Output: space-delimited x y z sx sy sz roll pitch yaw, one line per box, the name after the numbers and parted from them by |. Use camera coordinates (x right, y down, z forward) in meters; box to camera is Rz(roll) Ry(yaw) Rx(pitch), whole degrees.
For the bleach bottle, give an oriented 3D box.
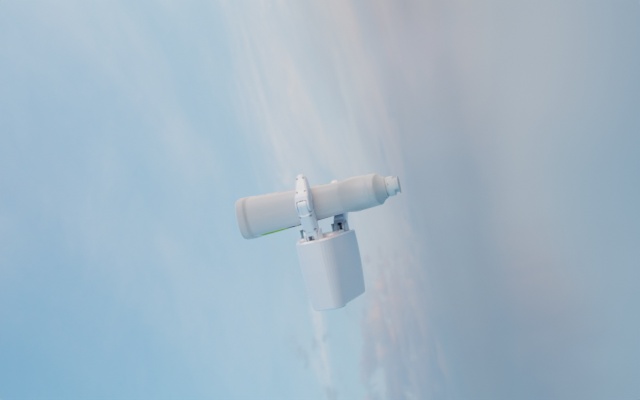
0.000 0.002 0.753 0.251 0.068 0.102 -13 1 15 | bleach bottle
